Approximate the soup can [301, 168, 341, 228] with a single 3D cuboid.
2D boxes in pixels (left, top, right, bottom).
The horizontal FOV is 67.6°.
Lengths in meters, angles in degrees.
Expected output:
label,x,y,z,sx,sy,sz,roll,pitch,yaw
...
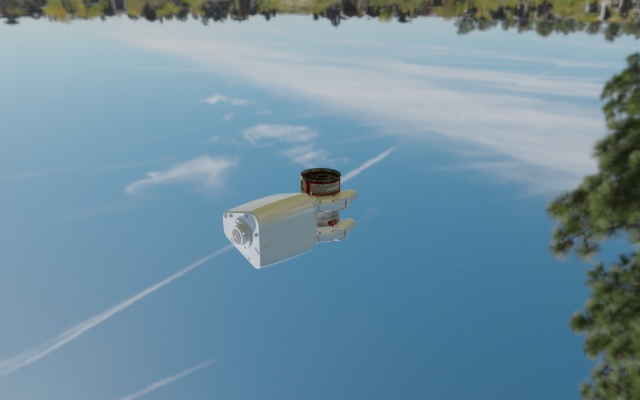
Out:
label,x,y,z,sx,sy,sz,roll,pitch,yaw
soup can,0.000,0.003,0.815,0.068,0.102,0.068,0,21,0
